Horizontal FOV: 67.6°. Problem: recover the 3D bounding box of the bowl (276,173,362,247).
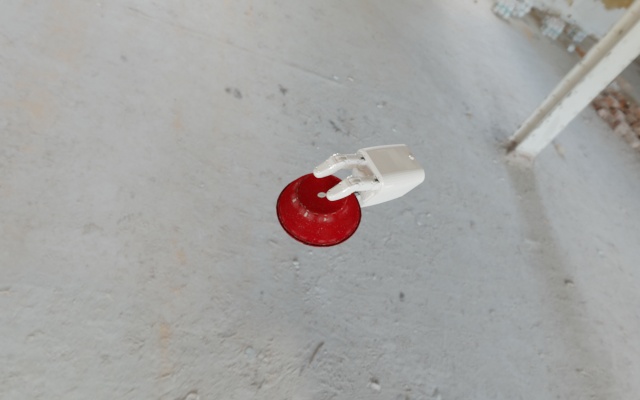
[{"bbox_3d":[-0.001,0.003,0.871,0.162,0.162,0.055,0,-34,-8],"label":"bowl"}]
